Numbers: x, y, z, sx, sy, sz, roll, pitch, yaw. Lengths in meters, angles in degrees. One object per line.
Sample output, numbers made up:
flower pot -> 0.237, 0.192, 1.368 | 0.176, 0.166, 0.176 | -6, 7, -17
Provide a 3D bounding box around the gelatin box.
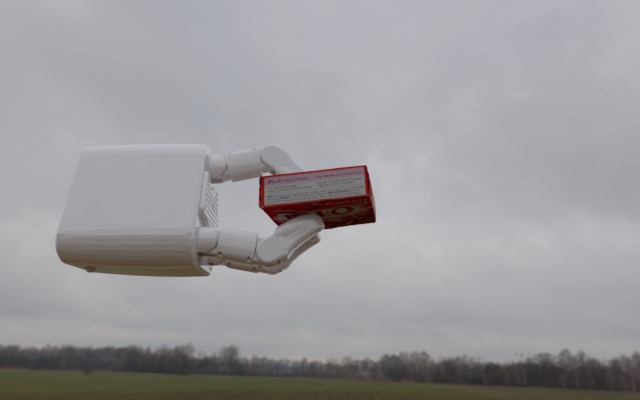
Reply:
gelatin box -> 0.000, 0.001, 0.403 | 0.089, 0.030, 0.073 | -7, -20, 8
